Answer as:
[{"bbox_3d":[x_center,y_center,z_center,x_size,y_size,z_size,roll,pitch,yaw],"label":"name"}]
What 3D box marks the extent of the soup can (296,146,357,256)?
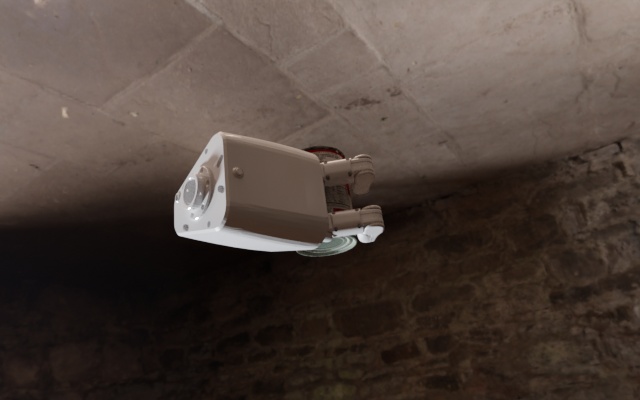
[{"bbox_3d":[0.000,0.002,0.516,0.068,0.102,0.068,-7,-24,-3],"label":"soup can"}]
